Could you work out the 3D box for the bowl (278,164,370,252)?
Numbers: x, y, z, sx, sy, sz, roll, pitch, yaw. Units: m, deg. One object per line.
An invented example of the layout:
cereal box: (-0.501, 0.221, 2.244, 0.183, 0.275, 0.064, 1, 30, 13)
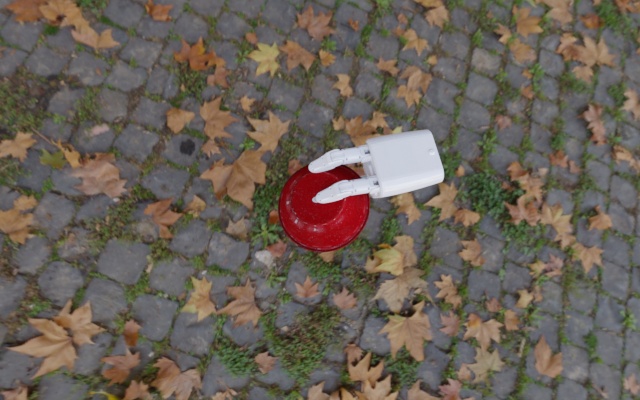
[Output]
bowl: (-0.001, 0.003, 0.796, 0.162, 0.162, 0.055, 0, -14, 11)
